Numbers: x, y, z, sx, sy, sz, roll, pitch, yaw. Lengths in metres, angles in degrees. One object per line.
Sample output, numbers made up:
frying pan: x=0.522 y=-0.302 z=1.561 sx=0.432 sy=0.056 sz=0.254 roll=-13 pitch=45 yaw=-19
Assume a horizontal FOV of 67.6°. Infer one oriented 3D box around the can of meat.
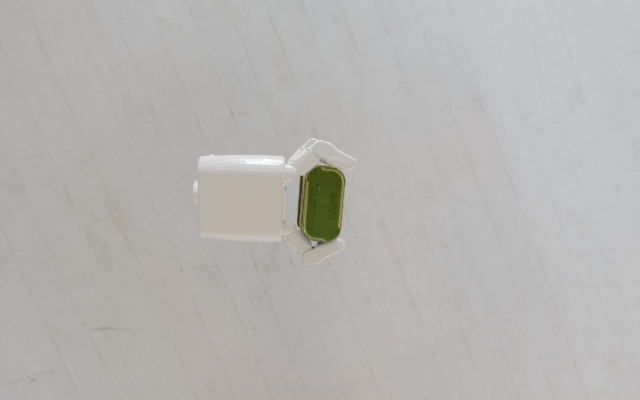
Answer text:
can of meat: x=0.000 y=0.002 z=0.642 sx=0.057 sy=0.102 sz=0.084 roll=4 pitch=4 yaw=-5
